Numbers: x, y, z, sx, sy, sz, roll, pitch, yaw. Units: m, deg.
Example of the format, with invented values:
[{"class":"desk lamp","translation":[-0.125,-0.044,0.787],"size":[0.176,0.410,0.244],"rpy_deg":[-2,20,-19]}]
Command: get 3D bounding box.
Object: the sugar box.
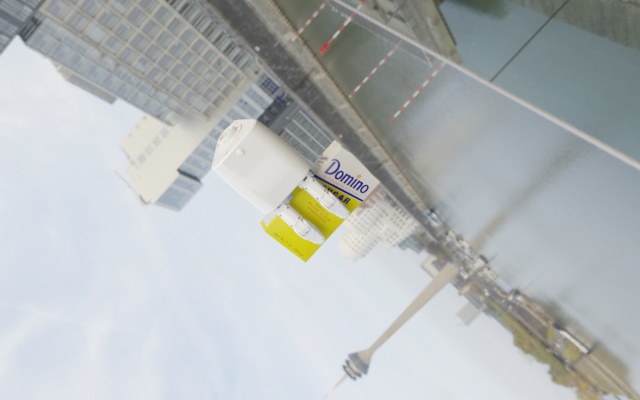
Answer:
[{"class":"sugar box","translation":[0.000,0.003,0.745],"size":[0.093,0.176,0.048],"rpy_deg":[40,6,-27]}]
